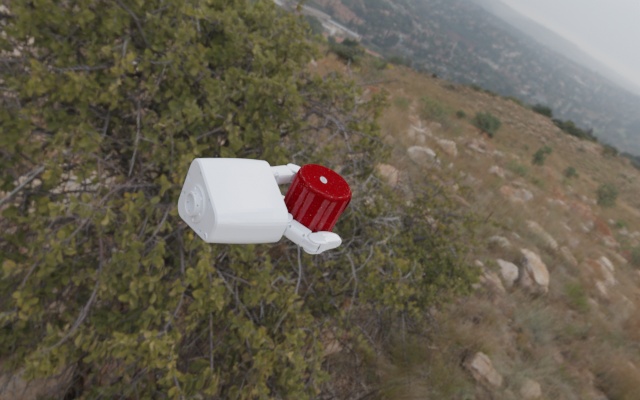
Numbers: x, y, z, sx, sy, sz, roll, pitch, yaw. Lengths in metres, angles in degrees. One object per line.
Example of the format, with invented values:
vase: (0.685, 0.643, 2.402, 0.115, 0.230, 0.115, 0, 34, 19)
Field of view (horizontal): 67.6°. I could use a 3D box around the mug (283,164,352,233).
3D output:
mug: (0.001, 0.002, 0.688, 0.117, 0.081, 0.093, -1, 41, -41)
